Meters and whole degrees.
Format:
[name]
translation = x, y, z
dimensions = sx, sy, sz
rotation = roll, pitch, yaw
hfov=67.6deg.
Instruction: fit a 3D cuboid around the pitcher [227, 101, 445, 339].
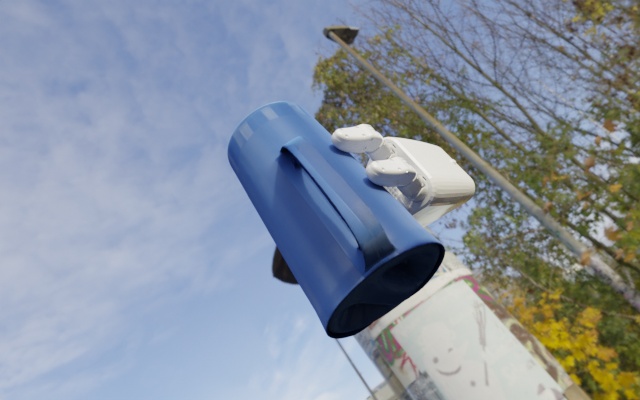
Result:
[pitcher]
translation = 0.000, 0.002, 0.485
dimensions = 0.145, 0.149, 0.242
rotation = -3, 45, -45
